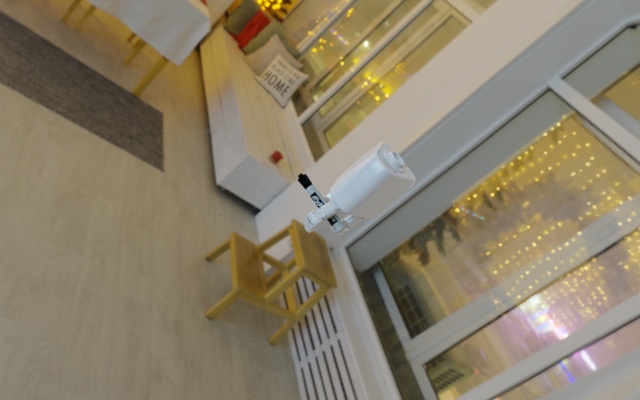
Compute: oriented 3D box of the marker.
[{"bbox_3d":[0.000,0.003,0.816,0.020,0.121,0.020,-35,-10,-8],"label":"marker"}]
